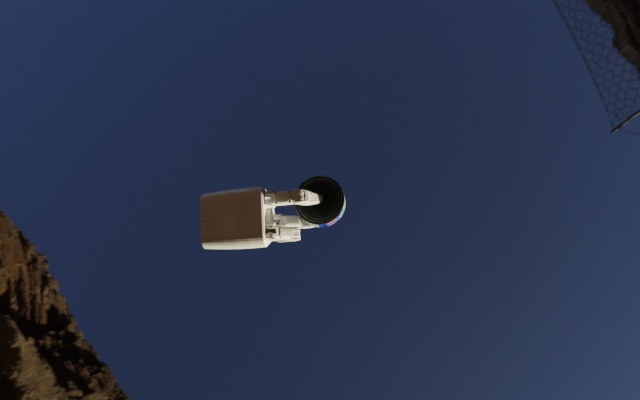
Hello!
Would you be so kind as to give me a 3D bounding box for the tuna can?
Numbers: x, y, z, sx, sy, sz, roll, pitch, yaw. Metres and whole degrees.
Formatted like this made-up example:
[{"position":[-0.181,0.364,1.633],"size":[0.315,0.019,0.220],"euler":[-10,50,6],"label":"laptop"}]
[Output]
[{"position":[0.000,0.003,0.822],"size":[0.086,0.086,0.034],"euler":[0,-13,8],"label":"tuna can"}]
